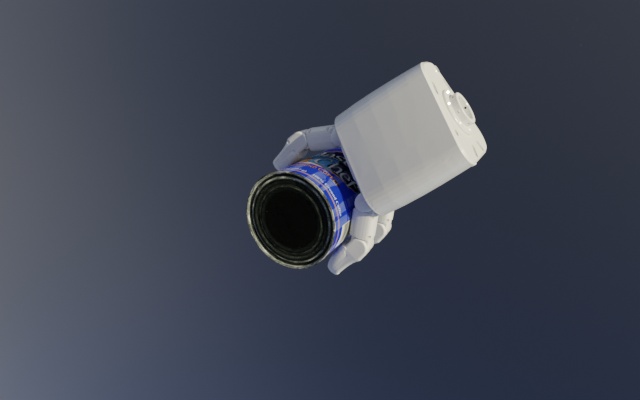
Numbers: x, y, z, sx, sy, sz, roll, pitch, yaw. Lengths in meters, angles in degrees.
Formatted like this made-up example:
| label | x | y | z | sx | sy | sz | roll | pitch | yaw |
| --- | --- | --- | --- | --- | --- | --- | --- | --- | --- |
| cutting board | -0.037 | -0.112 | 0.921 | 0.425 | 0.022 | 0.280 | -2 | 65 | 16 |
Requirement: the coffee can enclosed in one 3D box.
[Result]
| label | x | y | z | sx | sy | sz | roll | pitch | yaw |
| --- | --- | --- | --- | --- | --- | --- | --- | --- | --- |
| coffee can | 0.000 | 0.002 | 0.532 | 0.103 | 0.103 | 0.140 | 0 | 16 | 29 |
